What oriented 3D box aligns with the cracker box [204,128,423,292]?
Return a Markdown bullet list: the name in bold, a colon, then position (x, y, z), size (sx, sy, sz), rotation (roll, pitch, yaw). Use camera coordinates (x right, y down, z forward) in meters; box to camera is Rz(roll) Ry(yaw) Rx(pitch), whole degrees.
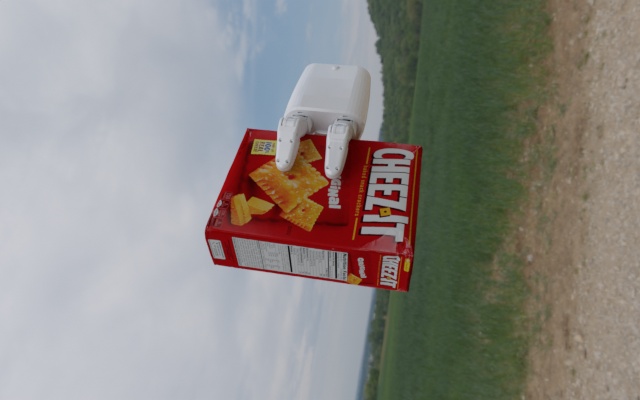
- **cracker box**: position (0.000, 0.002, 0.533), size (0.213, 0.164, 0.072), rotation (6, -41, 9)
